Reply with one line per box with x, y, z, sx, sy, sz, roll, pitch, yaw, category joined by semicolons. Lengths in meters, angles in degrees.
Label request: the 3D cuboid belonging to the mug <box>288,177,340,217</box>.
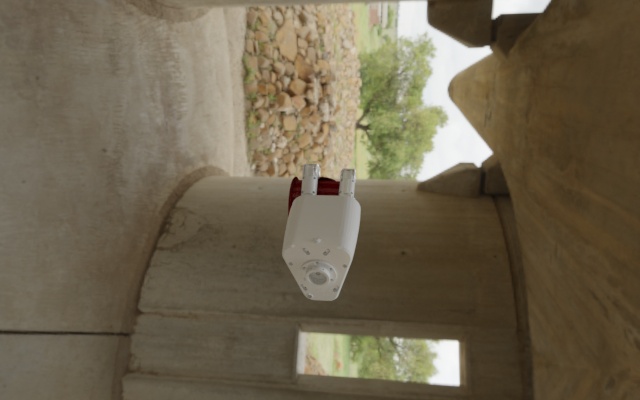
0.001;0.002;0.761;0.081;0.093;0.117;2;38;8;mug
